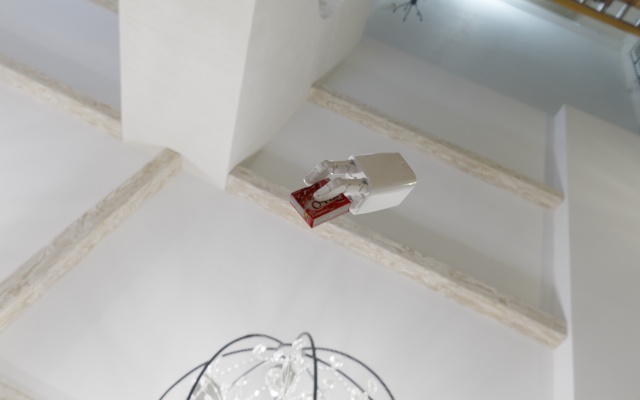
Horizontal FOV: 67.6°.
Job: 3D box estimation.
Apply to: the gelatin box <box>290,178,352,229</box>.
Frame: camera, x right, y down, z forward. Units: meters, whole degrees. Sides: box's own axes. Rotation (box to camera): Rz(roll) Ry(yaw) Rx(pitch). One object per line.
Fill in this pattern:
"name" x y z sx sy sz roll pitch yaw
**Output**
"gelatin box" 0.000 0.003 0.874 0.089 0.030 0.073 -23 55 -27
